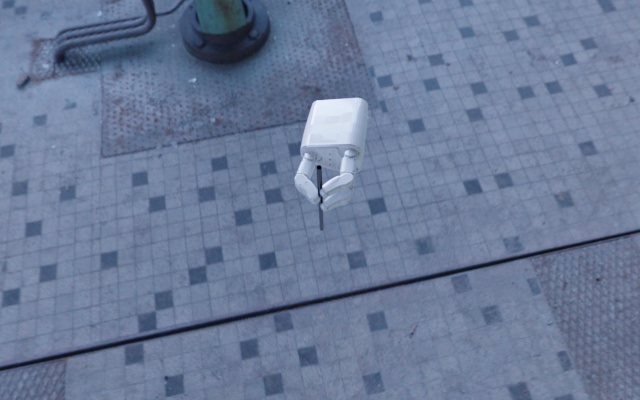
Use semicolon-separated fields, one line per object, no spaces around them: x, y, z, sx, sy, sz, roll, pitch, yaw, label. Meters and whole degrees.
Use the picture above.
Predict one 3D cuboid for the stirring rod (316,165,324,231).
0.000;0.003;0.830;0.011;0.011;0.240;0;-26;1;stirring rod
